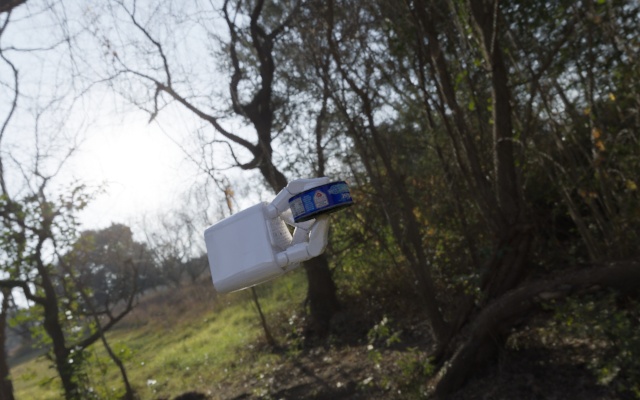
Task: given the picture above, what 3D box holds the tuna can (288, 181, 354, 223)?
[{"bbox_3d":[0.000,0.002,0.652,0.086,0.033,0.086,-18,-6,-2],"label":"tuna can"}]
